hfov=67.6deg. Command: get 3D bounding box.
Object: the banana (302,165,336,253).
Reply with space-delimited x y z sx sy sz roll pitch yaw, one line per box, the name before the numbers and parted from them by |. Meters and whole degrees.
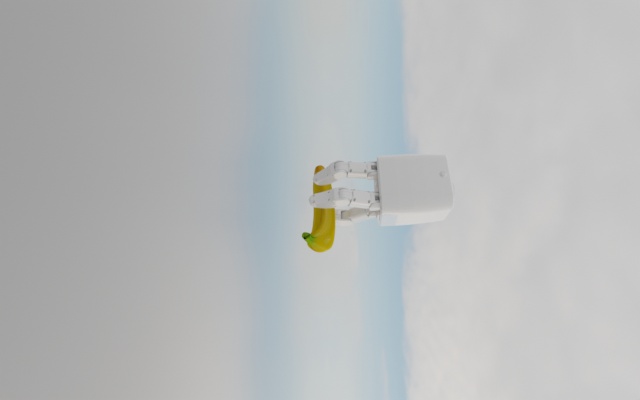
banana | 0.003 0.020 0.737 0.037 0.070 0.197 -6 33 8
